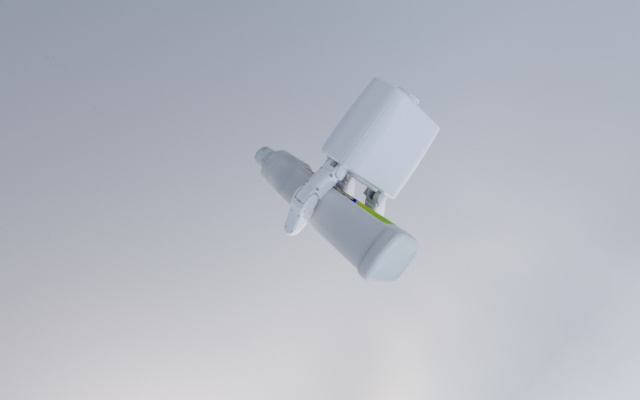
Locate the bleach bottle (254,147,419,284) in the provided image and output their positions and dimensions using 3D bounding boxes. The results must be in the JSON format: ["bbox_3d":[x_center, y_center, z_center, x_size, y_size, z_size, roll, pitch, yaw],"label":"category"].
[{"bbox_3d":[0.000,0.002,0.595,0.250,0.068,0.102,38,7,30],"label":"bleach bottle"}]
